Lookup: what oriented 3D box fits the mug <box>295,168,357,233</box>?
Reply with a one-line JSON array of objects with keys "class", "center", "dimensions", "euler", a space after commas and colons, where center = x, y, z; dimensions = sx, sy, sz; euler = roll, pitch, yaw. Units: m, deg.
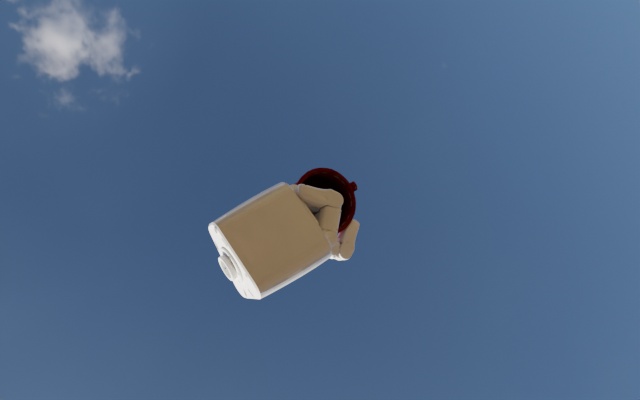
[{"class": "mug", "center": [0.001, 0.002, 0.684], "dimensions": [0.117, 0.093, 0.081], "euler": [-30, 3, -26]}]
